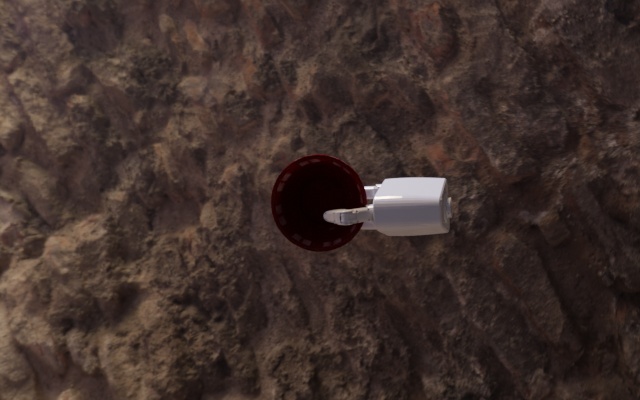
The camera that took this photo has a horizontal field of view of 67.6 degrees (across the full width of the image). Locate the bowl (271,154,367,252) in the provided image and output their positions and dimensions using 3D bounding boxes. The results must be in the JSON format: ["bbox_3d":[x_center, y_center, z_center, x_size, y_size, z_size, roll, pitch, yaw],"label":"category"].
[{"bbox_3d":[-0.001,0.002,0.811,0.162,0.162,0.055,0,6,8],"label":"bowl"}]
